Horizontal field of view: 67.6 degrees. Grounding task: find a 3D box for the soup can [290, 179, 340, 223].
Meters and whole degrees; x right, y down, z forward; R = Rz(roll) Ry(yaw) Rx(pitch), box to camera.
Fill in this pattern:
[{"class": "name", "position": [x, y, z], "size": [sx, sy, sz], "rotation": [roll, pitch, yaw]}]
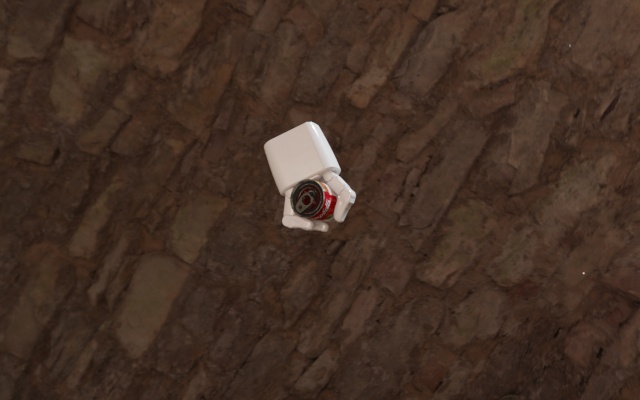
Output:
[{"class": "soup can", "position": [0.001, 0.003, 0.863], "size": [0.068, 0.068, 0.102], "rotation": [0, -7, 29]}]
